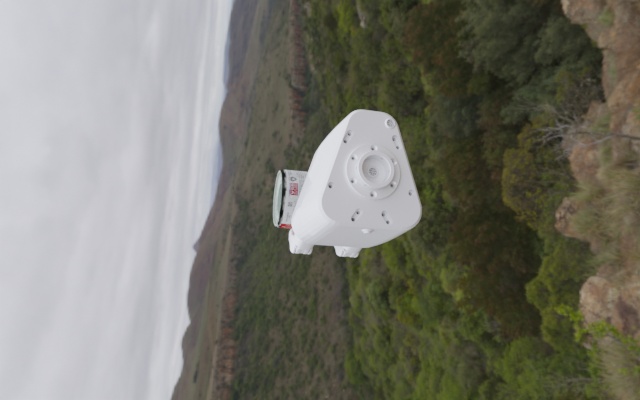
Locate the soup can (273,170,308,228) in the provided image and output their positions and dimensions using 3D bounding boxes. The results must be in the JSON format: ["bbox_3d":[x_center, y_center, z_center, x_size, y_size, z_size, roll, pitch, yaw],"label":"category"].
[{"bbox_3d":[0.000,0.002,0.554,0.102,0.068,0.068,5,-1,-13],"label":"soup can"}]
